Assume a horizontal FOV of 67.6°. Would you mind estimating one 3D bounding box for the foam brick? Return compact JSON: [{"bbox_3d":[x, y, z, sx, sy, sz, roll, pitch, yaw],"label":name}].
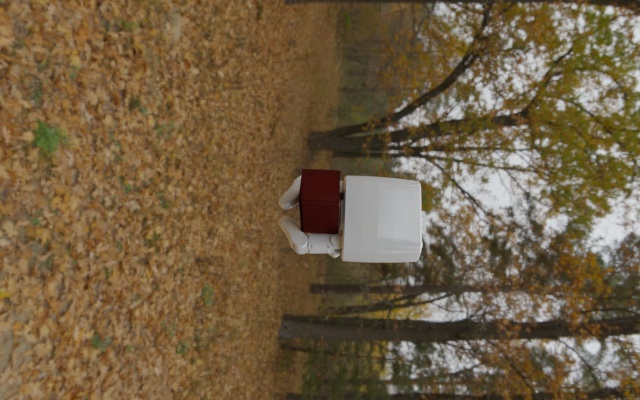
[{"bbox_3d":[0.000,0.002,0.632,0.051,0.053,0.078,3,-35,3],"label":"foam brick"}]
